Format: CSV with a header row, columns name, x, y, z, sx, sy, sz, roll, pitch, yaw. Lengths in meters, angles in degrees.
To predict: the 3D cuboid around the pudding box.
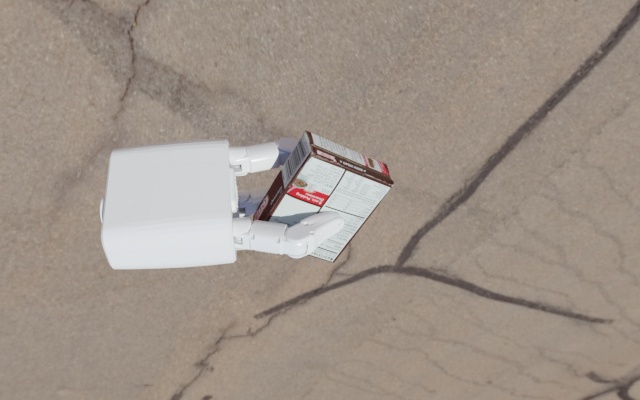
name,x,y,z,sx,sy,sz,roll,pitch,yaw
pudding box,0.000,0.002,0.449,0.090,0.113,0.039,19,35,-25
